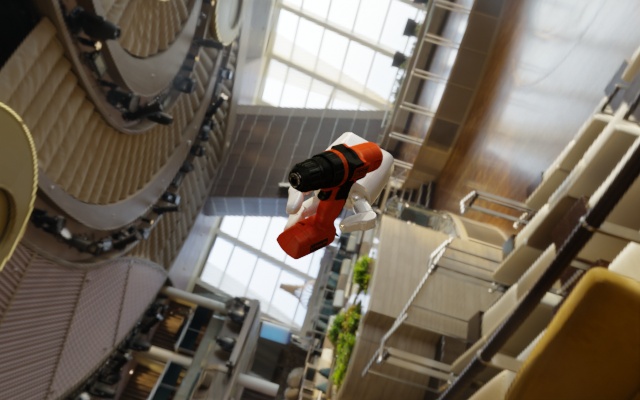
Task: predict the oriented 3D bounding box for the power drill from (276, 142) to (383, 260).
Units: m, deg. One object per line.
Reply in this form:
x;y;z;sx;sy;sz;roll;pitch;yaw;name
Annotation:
0.000;0.003;0.706;0.184;0.188;0.057;-19;57;-46;power drill
